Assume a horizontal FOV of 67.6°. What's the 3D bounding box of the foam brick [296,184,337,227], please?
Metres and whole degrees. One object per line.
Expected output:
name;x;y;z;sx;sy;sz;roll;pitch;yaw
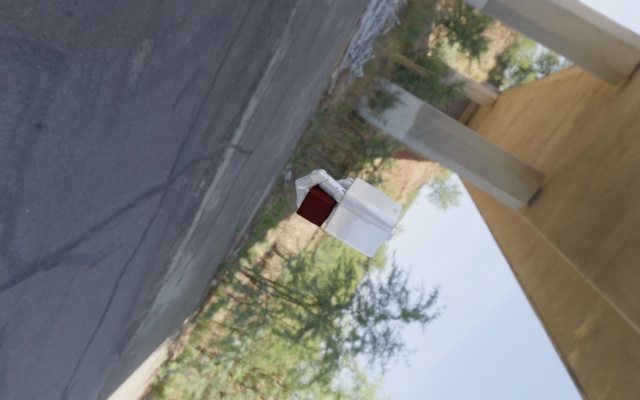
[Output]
foam brick;0.000;0.003;0.872;0.051;0.053;0.078;32;29;4
